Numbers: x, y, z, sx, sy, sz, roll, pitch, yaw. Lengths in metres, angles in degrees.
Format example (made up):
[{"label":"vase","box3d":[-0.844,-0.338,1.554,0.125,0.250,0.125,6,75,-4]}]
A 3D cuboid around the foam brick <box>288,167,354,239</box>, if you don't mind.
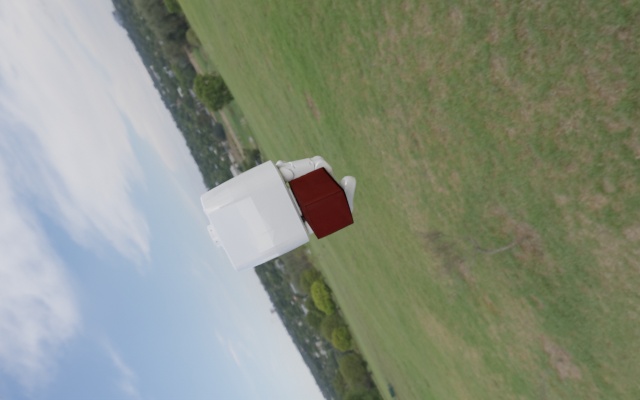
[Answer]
[{"label":"foam brick","box3d":[0.000,0.002,0.601,0.051,0.053,0.078,-24,30,-8]}]
